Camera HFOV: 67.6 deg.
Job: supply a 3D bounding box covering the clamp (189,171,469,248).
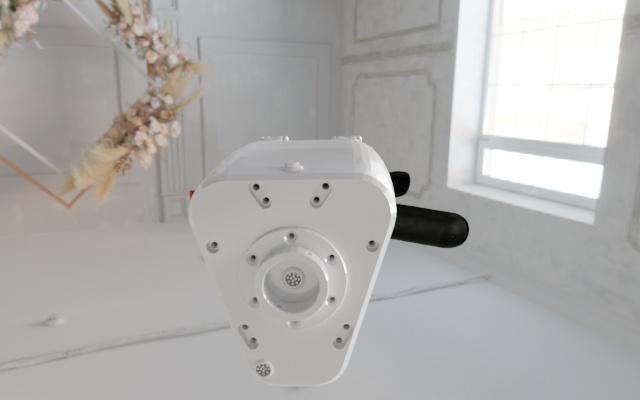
[{"bbox_3d":[0.000,0.002,0.404,0.210,0.036,0.164,1,14,2],"label":"clamp"}]
